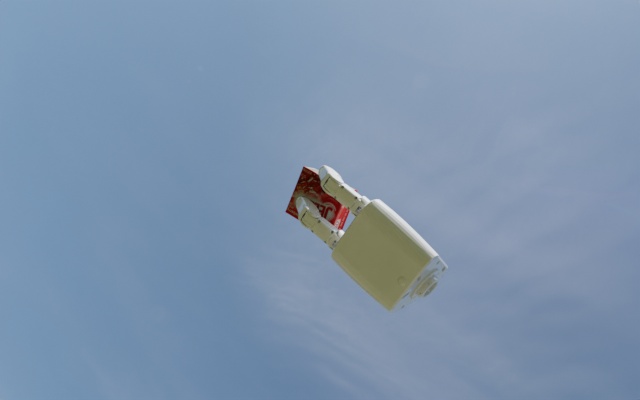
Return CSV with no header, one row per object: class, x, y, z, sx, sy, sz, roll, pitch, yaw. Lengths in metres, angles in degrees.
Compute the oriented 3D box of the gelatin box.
gelatin box,0.000,0.002,0.669,0.089,0.073,0.030,30,13,36
